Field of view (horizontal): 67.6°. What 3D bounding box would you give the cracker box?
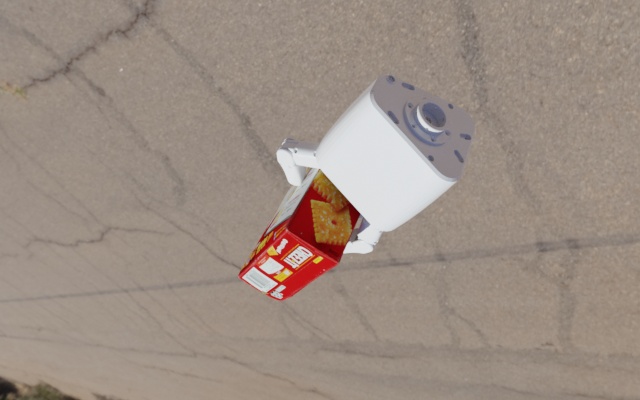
[{"bbox_3d":[0.000,0.002,0.577,0.072,0.213,0.164,34,-36,-8],"label":"cracker box"}]
